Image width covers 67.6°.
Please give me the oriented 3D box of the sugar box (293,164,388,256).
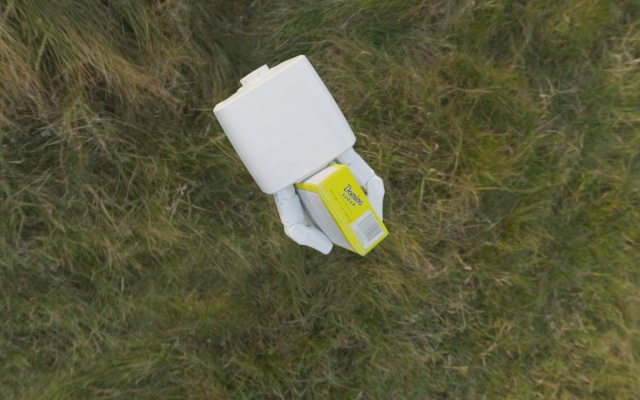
[{"bbox_3d":[0.000,0.001,0.562,0.048,0.093,0.176,-37,20,-13],"label":"sugar box"}]
